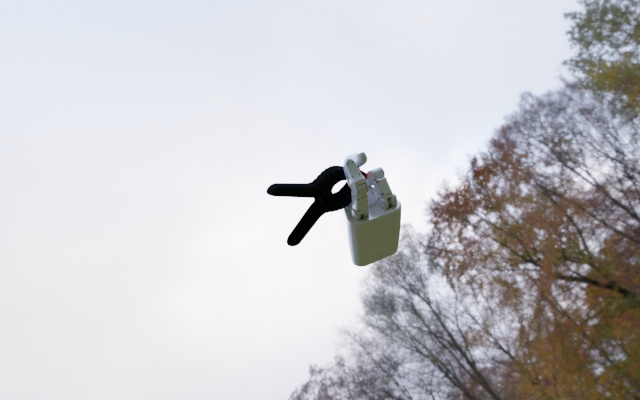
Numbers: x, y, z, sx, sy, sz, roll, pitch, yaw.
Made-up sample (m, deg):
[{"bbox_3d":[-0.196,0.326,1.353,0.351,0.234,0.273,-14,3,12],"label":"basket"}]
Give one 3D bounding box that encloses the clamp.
[{"bbox_3d":[0.000,0.002,0.777,0.171,0.120,0.039,-20,39,-18],"label":"clamp"}]
